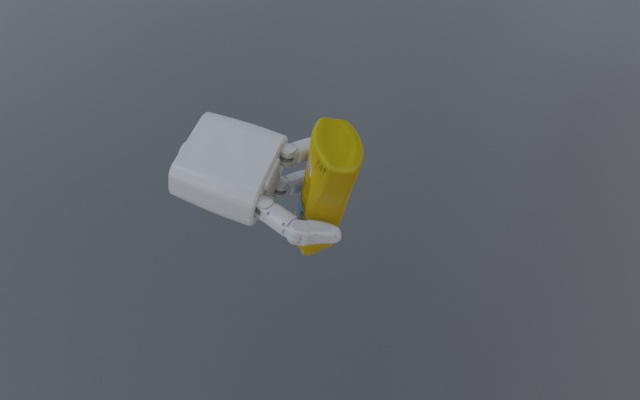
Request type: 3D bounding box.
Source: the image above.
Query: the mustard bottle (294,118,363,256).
[{"bbox_3d":[0.000,0.002,0.583,0.058,0.096,0.192,4,-45,-13],"label":"mustard bottle"}]
